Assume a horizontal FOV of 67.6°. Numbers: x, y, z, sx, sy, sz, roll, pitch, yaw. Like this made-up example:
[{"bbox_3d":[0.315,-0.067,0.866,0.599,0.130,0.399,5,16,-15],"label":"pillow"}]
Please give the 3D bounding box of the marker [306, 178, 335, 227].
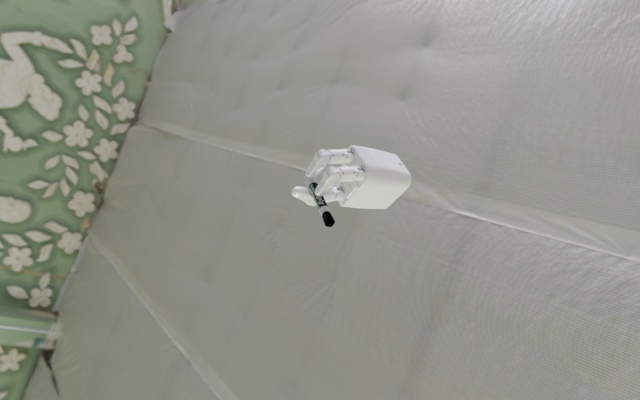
[{"bbox_3d":[0.000,0.003,0.866,0.020,0.020,0.121,0,42,-24],"label":"marker"}]
